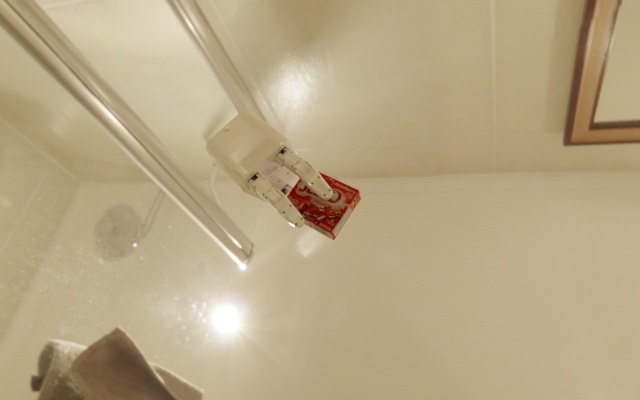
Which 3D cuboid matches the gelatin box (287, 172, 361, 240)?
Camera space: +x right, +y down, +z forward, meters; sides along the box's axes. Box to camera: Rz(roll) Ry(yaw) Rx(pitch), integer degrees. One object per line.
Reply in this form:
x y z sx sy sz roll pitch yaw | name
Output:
0.000 0.003 0.667 0.089 0.073 0.030 27 -18 24 | gelatin box
